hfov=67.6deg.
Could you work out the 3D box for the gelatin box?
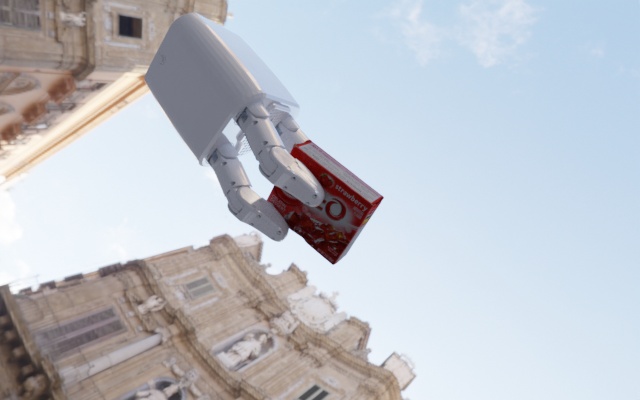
[{"bbox_3d":[0.001,0.001,0.425,0.089,0.073,0.030,39,31,14],"label":"gelatin box"}]
